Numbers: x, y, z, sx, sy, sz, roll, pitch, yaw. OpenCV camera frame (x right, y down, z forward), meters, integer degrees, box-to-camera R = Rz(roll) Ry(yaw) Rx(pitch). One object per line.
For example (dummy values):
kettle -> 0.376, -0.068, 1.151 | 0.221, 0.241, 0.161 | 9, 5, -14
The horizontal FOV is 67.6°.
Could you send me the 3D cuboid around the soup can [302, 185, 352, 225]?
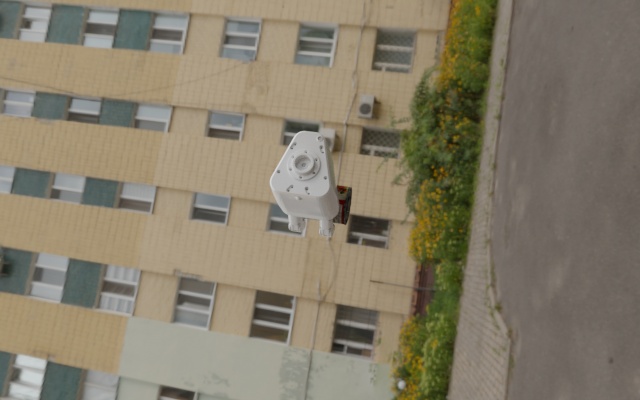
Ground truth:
soup can -> 0.000, 0.003, 0.844 | 0.102, 0.068, 0.068 | 8, 1, 9
